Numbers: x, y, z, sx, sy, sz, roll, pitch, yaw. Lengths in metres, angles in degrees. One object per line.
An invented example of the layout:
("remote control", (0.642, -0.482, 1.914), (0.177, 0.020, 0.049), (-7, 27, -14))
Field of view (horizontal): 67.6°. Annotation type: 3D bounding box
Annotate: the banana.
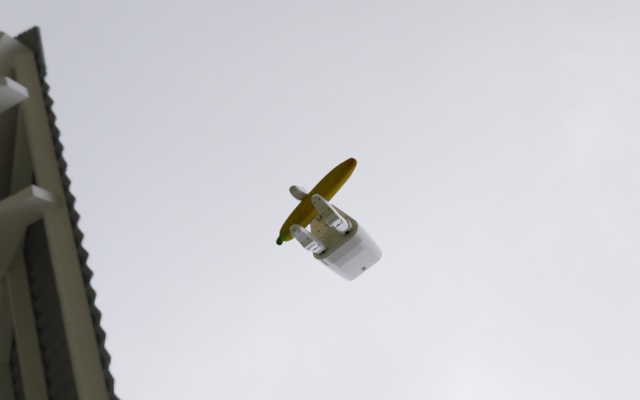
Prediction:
("banana", (-0.008, 0.005, 0.824), (0.037, 0.198, 0.069), (43, -11, -15))
